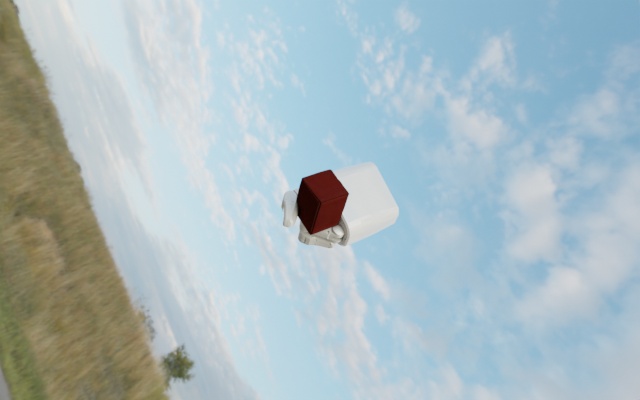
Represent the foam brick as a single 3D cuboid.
[{"bbox_3d":[0.000,0.002,0.700,0.051,0.053,0.078,-19,-32,-27],"label":"foam brick"}]
